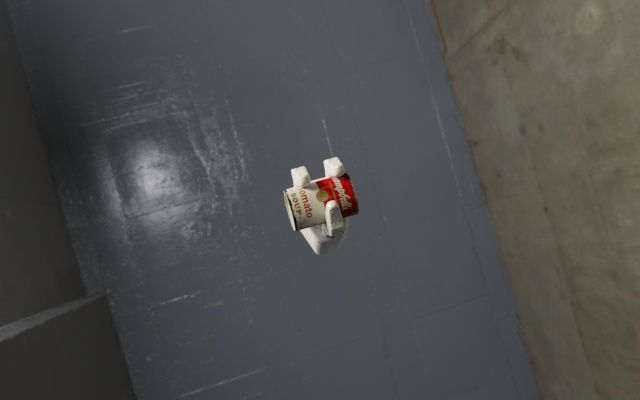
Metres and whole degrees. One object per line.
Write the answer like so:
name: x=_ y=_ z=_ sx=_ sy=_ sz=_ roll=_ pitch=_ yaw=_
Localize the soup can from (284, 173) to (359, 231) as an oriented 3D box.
soup can: x=0.000 y=0.002 z=0.741 sx=0.102 sy=0.068 sz=0.068 roll=-16 pitch=2 yaw=-8
